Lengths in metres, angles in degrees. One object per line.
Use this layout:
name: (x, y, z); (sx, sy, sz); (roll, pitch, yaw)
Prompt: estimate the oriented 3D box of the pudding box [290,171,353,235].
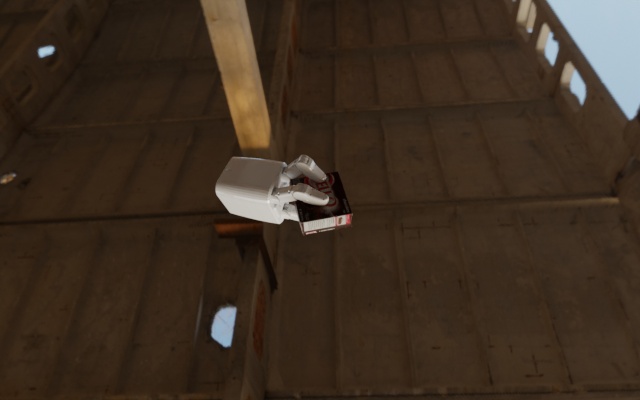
pudding box: (0.000, 0.003, 0.837); (0.090, 0.113, 0.039); (-11, -42, -6)
